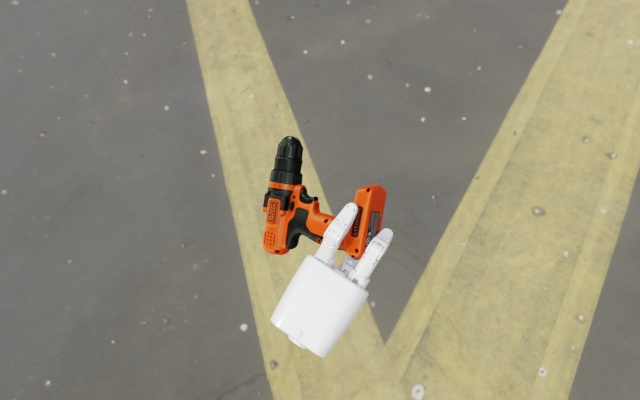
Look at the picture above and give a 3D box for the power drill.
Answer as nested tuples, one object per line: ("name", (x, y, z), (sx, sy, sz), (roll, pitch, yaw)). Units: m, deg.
("power drill", (0.000, 0.003, 0.704), (0.187, 0.184, 0.057), (10, 5, 33))
